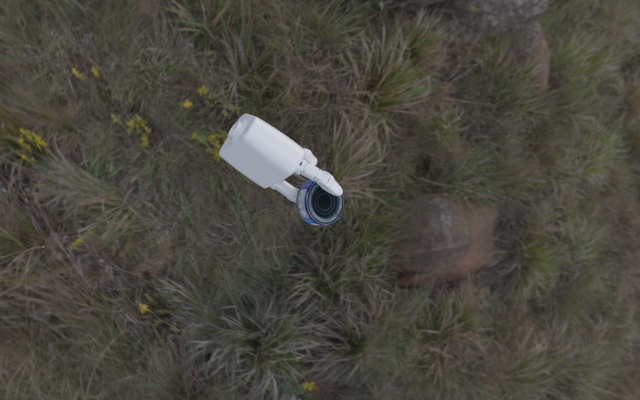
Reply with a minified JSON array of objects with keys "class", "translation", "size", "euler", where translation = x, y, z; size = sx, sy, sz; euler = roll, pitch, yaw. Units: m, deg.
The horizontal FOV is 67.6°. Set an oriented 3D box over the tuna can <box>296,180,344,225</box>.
[{"class":"tuna can","translation":[0.001,0.003,0.869],"size":[0.086,0.086,0.034],"euler":[0,-2,-35]}]
